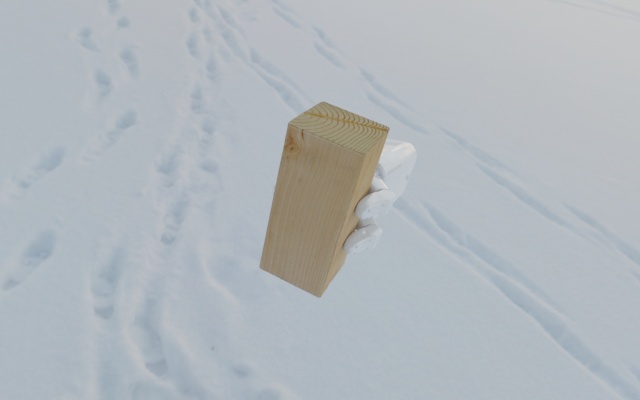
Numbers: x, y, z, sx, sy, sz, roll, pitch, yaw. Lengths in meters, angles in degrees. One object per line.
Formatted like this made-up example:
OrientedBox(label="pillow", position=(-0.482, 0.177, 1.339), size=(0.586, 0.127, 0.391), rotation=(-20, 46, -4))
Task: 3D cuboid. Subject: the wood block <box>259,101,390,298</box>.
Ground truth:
OrientedBox(label="wood block", position=(0.000, 0.001, 0.573), size=(0.091, 0.206, 0.090), rotation=(24, 34, 14))
